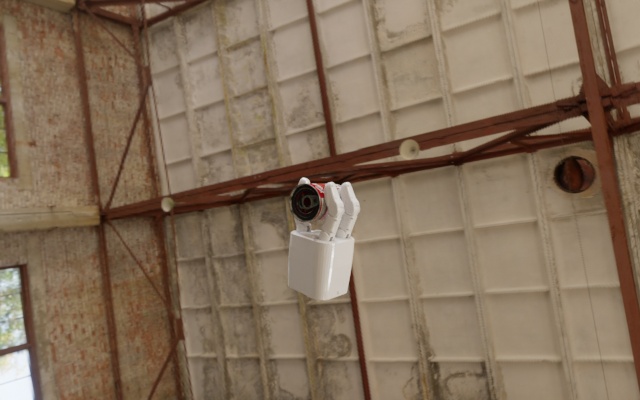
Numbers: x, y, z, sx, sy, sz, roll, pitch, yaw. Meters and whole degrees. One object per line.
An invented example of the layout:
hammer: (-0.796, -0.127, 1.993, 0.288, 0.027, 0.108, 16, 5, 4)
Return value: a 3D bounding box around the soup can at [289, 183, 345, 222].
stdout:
soup can: (0.000, 0.002, 0.871, 0.068, 0.068, 0.102, 0, 1, 35)
